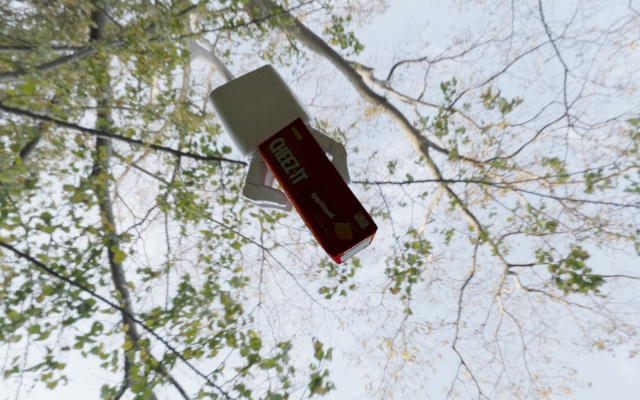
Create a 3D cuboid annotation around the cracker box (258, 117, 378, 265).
[{"bbox_3d":[0.000,0.002,0.651,0.072,0.164,0.214,-35,-10,-2],"label":"cracker box"}]
